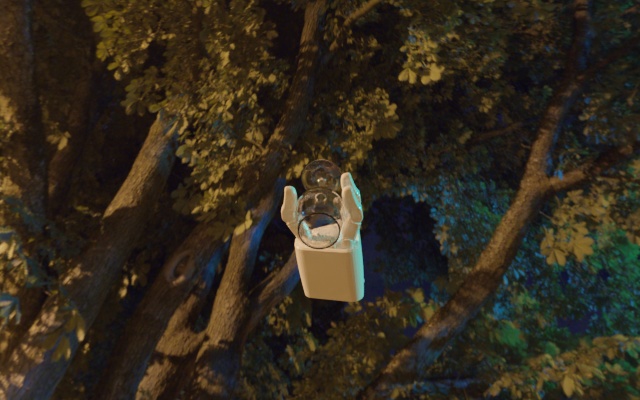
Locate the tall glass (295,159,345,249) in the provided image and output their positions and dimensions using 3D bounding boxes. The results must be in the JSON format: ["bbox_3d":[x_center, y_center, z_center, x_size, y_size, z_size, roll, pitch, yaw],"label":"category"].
[{"bbox_3d":[0.000,0.002,0.782,0.079,0.079,0.201,0,25,2],"label":"tall glass"}]
